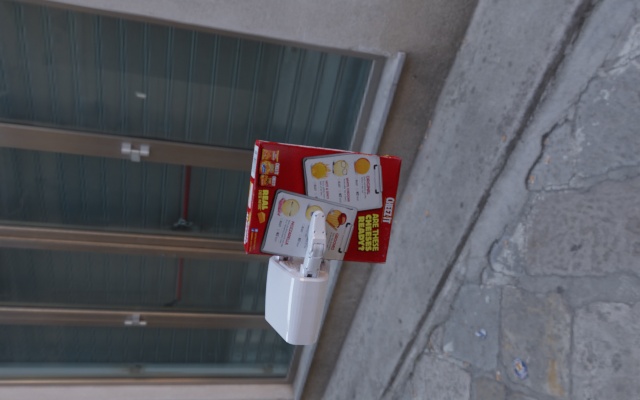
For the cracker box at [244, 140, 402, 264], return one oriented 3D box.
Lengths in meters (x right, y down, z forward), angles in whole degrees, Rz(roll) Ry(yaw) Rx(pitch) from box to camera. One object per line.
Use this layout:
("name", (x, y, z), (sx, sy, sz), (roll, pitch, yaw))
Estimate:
("cracker box", (0.000, 0.002, 0.718), (0.214, 0.164, 0.072), (5, 10, -14))
